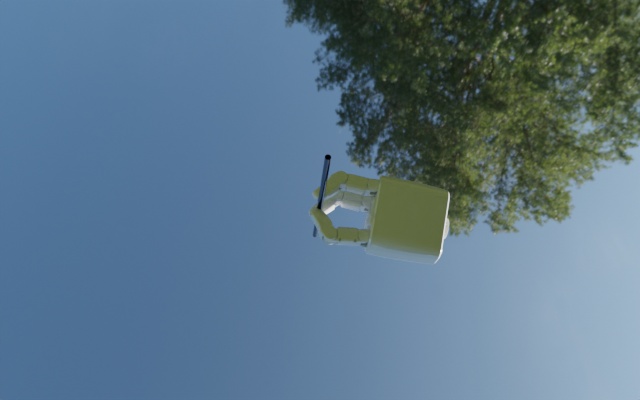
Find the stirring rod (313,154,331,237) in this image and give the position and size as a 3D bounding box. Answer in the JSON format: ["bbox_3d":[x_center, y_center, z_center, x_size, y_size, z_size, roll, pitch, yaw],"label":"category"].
[{"bbox_3d":[0.000,0.002,0.693,0.011,0.011,0.240,0,-28,-5],"label":"stirring rod"}]
